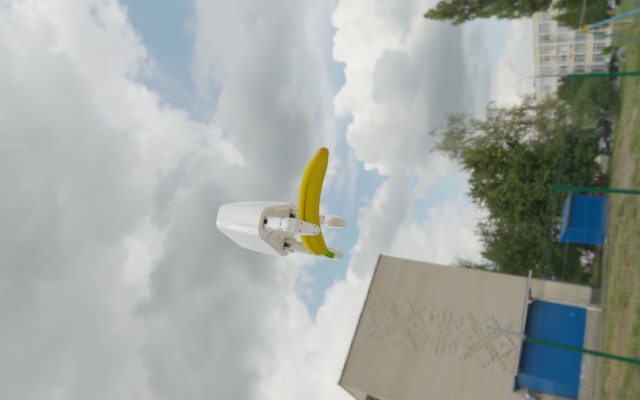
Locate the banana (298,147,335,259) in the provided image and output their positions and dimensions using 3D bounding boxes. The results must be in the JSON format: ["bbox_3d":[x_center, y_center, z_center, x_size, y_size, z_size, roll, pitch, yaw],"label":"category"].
[{"bbox_3d":[-0.011,0.009,0.817,0.037,0.198,0.069,4,10,35],"label":"banana"}]
